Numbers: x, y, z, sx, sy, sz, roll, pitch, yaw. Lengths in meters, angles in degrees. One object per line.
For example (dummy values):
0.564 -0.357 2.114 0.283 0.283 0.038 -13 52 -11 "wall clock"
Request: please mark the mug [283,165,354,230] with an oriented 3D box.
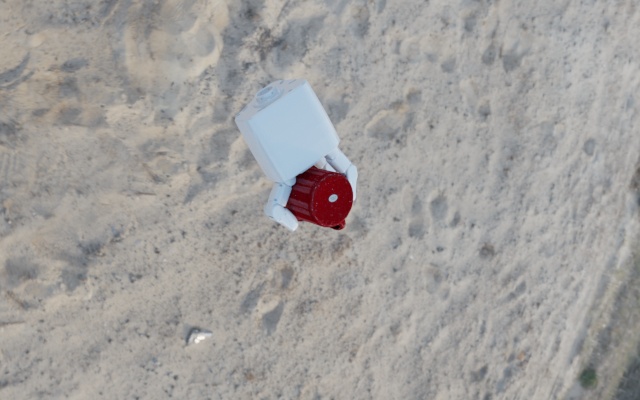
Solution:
0.001 0.004 0.719 0.093 0.117 0.081 -44 32 -21 "mug"
